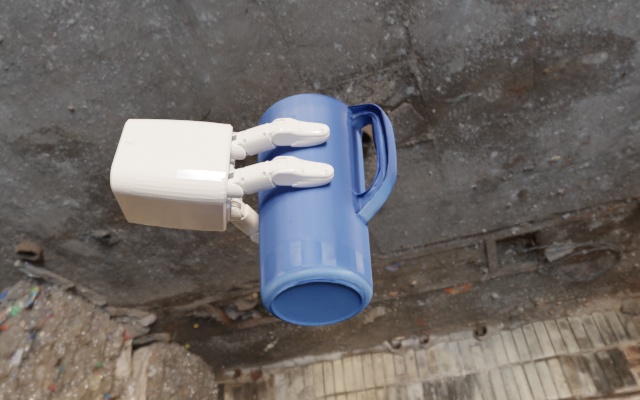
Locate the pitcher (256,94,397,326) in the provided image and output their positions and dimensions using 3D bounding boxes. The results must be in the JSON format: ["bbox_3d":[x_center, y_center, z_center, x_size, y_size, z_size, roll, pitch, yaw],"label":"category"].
[{"bbox_3d":[0.000,0.002,0.522,0.145,0.242,0.149,6,-41,-11],"label":"pitcher"}]
